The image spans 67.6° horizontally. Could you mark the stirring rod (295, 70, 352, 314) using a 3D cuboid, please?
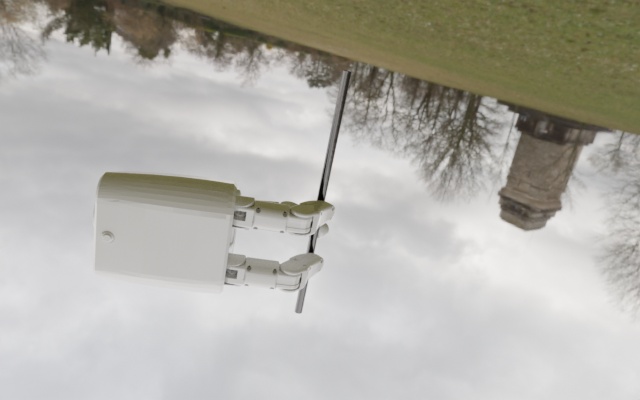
[{"bbox_3d":[0.000,0.001,0.445,0.011,0.240,0.011,10,19,-4],"label":"stirring rod"}]
